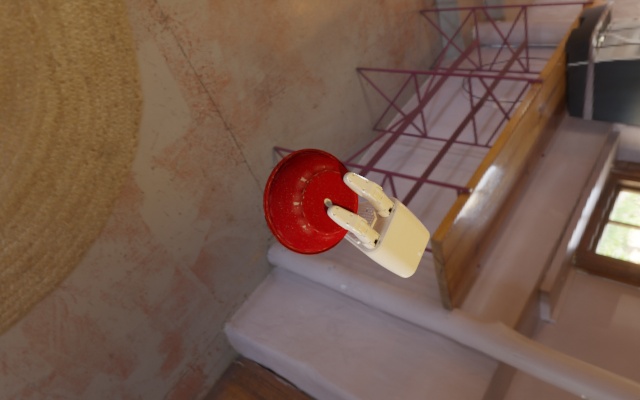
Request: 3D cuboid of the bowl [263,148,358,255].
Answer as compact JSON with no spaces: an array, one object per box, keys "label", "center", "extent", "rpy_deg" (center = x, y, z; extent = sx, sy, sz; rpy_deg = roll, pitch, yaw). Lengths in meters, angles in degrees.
[{"label":"bowl","center":[-0.001,0.002,0.700],"extent":[0.162,0.162,0.055],"rpy_deg":[0,1,-30]}]
